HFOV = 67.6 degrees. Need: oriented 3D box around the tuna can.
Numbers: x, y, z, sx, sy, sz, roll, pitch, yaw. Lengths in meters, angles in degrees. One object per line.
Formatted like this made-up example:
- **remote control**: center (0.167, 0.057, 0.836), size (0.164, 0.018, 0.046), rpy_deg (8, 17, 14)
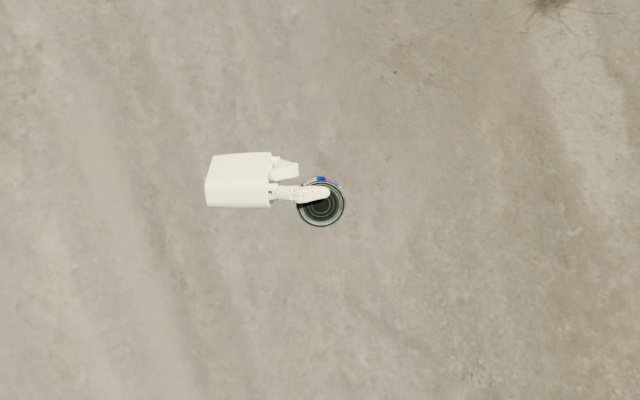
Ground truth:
- **tuna can**: center (0.000, 0.003, 0.820), size (0.086, 0.086, 0.033), rpy_deg (0, 18, -3)
